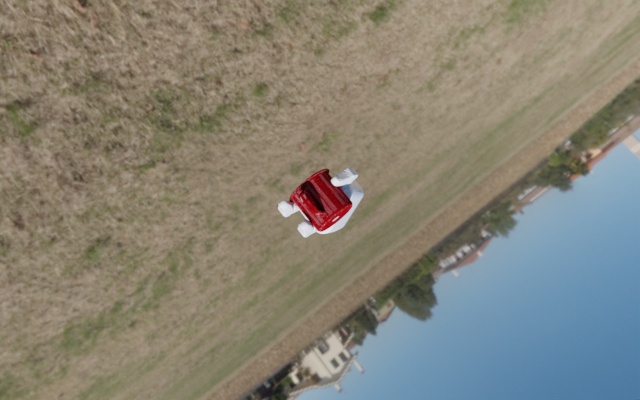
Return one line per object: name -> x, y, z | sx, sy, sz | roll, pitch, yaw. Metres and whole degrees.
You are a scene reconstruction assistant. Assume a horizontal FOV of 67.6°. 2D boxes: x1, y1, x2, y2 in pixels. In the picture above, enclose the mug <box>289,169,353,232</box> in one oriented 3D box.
mug -> 0.000, 0.003, 0.855 | 0.093, 0.081, 0.117 | -43, -12, 16
